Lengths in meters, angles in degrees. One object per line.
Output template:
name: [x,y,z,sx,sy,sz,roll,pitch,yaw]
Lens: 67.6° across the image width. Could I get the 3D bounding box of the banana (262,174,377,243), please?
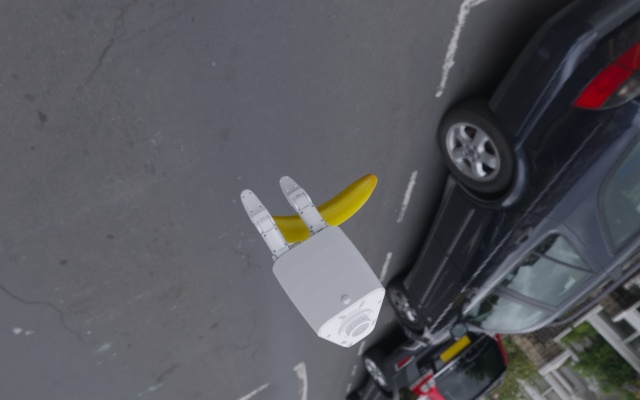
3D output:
banana: [-0.004,0.018,0.665,0.198,0.070,0.037,-18,43,-24]
